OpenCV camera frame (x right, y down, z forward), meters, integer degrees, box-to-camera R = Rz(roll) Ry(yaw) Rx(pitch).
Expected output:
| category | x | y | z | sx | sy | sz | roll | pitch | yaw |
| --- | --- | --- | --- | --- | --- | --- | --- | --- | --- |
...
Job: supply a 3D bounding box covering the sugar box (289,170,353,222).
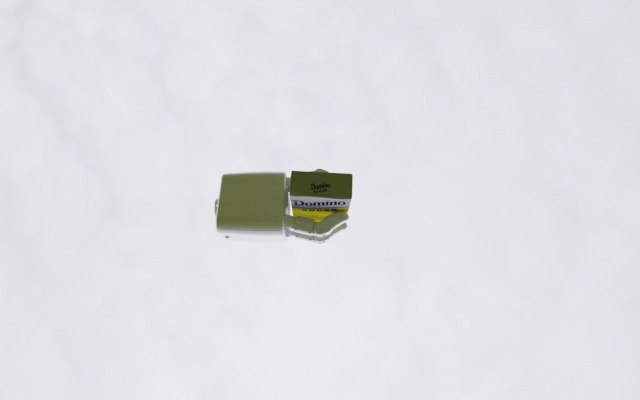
| category | x | y | z | sx | sy | sz | roll | pitch | yaw |
| --- | --- | --- | --- | --- | --- | --- | --- | --- | --- |
| sugar box | 0.000 | 0.003 | 0.769 | 0.093 | 0.048 | 0.176 | 3 | -14 | 1 |
